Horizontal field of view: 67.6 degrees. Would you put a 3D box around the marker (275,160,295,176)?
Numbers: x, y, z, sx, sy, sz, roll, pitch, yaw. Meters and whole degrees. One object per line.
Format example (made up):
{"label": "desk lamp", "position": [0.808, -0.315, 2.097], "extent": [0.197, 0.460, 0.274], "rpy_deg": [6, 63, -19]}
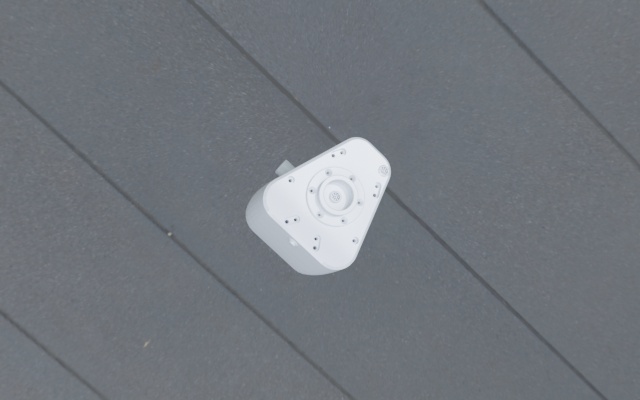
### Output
{"label": "marker", "position": [0.000, 0.002, 0.535], "extent": [0.121, 0.020, 0.020], "rpy_deg": [42, -4, -5]}
